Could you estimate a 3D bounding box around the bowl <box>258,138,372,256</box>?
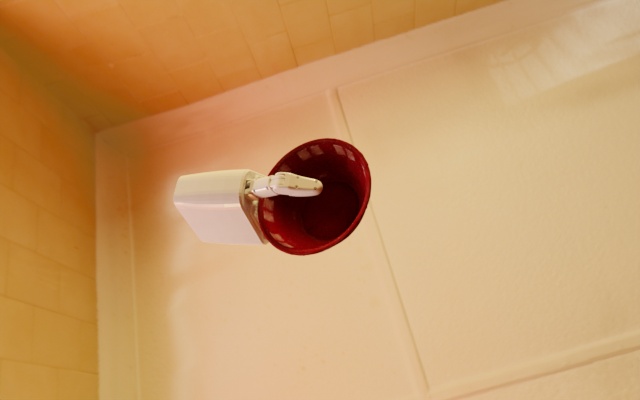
[{"bbox_3d":[0.001,0.002,0.618,0.162,0.162,0.055,0,-24,30],"label":"bowl"}]
